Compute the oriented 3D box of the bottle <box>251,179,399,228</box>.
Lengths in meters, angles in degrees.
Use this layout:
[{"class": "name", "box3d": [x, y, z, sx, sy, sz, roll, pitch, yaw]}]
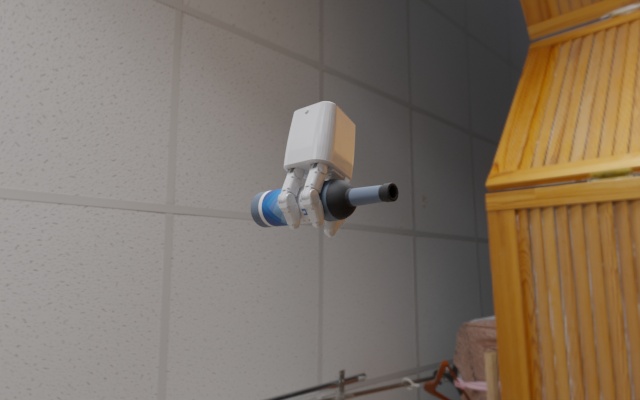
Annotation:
[{"class": "bottle", "box3d": [0.000, 0.003, 0.787, 0.296, 0.069, 0.069, -8, -6, 44]}]
